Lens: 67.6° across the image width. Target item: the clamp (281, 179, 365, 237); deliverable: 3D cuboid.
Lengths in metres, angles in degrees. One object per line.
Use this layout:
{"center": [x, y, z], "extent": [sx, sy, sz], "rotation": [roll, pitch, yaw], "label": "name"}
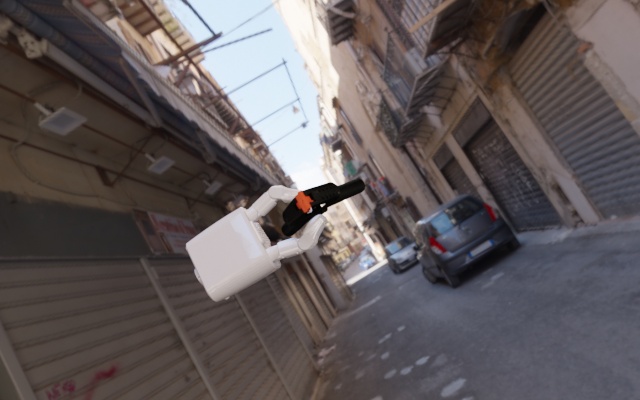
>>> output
{"center": [-0.001, 0.002, 0.739], "extent": [0.164, 0.036, 0.210], "rotation": [-32, -8, -1], "label": "clamp"}
